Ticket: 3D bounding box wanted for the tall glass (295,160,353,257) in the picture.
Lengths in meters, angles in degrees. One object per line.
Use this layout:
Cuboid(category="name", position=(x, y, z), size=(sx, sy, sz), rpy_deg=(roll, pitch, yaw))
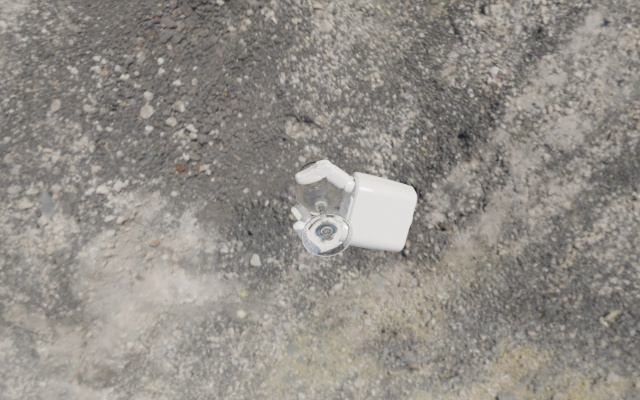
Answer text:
Cuboid(category="tall glass", position=(0.000, 0.003, 0.771), size=(0.079, 0.079, 0.201), rpy_deg=(0, 29, -7))
